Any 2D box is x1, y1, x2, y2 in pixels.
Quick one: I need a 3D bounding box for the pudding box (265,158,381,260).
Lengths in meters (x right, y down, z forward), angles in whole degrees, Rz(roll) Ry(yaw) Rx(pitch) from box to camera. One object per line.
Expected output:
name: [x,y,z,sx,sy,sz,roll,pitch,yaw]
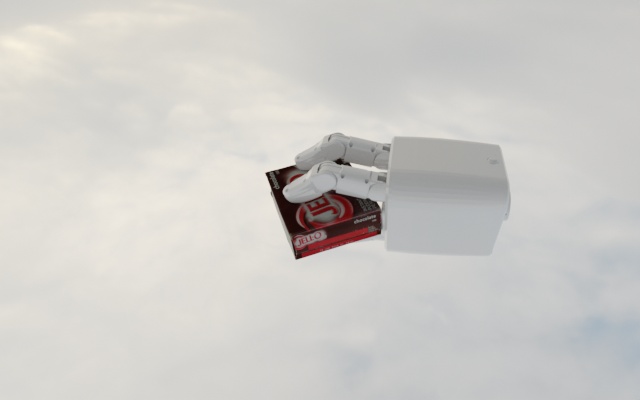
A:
pudding box: [0.000,0.002,0.487,0.090,0.039,0.113,-15,37,-10]
